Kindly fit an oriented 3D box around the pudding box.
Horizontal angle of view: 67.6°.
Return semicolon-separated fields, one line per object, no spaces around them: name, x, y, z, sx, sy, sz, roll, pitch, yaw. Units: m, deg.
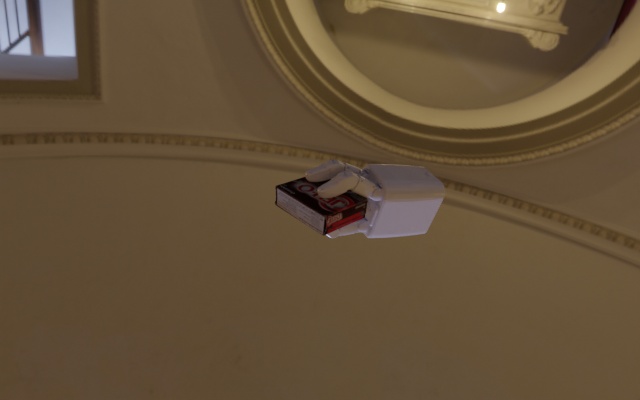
pudding box;0.000;0.002;0.720;0.090;0.039;0.113;-20;35;-41
